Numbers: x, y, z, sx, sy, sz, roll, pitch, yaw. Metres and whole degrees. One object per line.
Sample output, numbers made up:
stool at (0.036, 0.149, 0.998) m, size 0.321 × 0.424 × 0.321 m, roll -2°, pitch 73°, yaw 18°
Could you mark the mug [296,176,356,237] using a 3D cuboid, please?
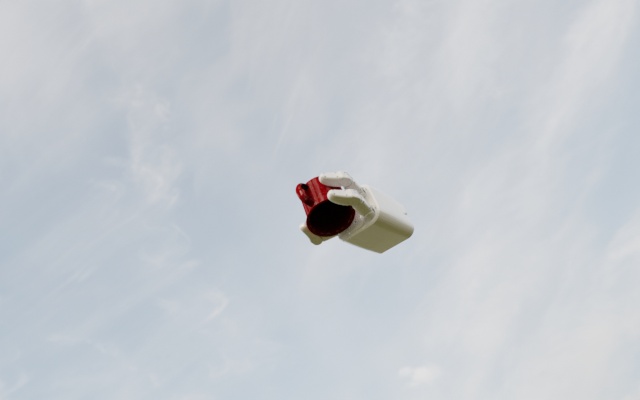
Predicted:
mug at (-0.001, 0.002, 0.888) m, size 0.117 × 0.093 × 0.081 m, roll 26°, pitch 26°, yaw -33°
